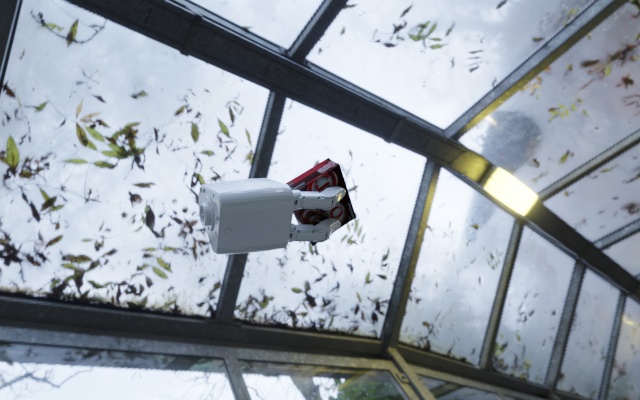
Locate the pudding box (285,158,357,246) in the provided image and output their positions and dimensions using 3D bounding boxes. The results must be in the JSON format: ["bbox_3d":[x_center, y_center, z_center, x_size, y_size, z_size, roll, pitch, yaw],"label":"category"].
[{"bbox_3d":[0.000,0.002,0.748,0.090,0.114,0.039,-32,40,-15],"label":"pudding box"}]
